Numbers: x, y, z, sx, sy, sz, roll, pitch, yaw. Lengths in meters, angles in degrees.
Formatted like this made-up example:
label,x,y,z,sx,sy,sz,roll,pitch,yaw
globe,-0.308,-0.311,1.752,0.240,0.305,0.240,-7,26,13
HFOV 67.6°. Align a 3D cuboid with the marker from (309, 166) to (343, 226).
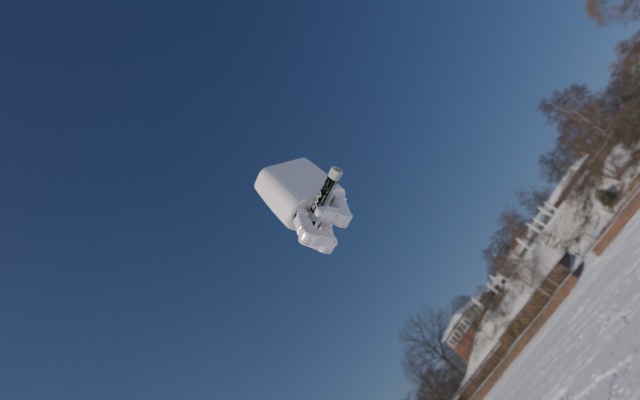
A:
label,x,y,z,sx,sy,sz,roll,pitch,yaw
marker,0.000,0.002,0.736,0.020,0.121,0.020,23,25,-11
